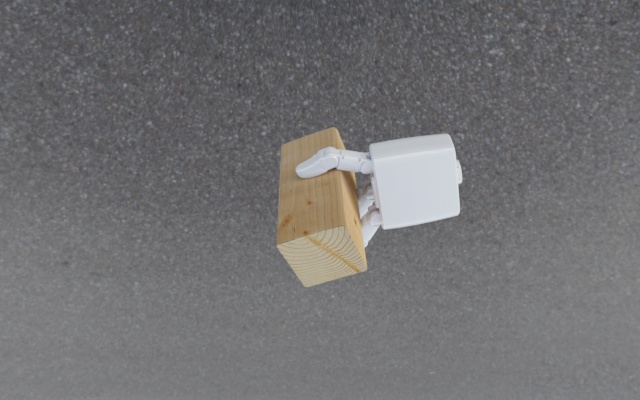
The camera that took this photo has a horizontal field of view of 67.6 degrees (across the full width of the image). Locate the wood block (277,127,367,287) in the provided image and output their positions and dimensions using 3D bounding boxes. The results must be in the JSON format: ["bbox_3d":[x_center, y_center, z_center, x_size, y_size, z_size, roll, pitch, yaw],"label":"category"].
[{"bbox_3d":[0.000,0.002,0.661,0.090,0.091,0.206,-17,40,13],"label":"wood block"}]
